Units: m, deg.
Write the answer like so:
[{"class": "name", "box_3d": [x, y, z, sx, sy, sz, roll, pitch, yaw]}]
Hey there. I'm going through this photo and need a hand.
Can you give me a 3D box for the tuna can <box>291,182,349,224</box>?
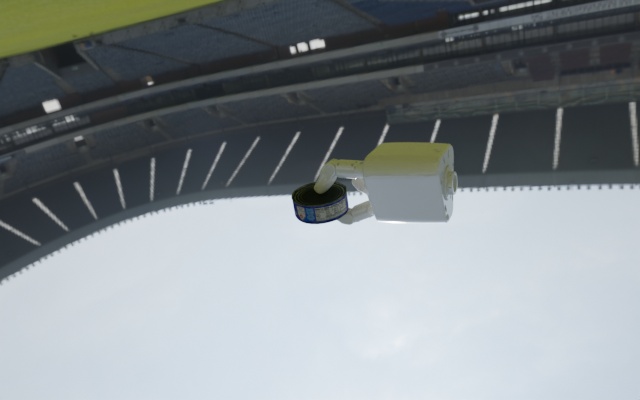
[{"class": "tuna can", "box_3d": [0.000, 0.003, 0.733, 0.086, 0.034, 0.086, -7, 25, 3]}]
